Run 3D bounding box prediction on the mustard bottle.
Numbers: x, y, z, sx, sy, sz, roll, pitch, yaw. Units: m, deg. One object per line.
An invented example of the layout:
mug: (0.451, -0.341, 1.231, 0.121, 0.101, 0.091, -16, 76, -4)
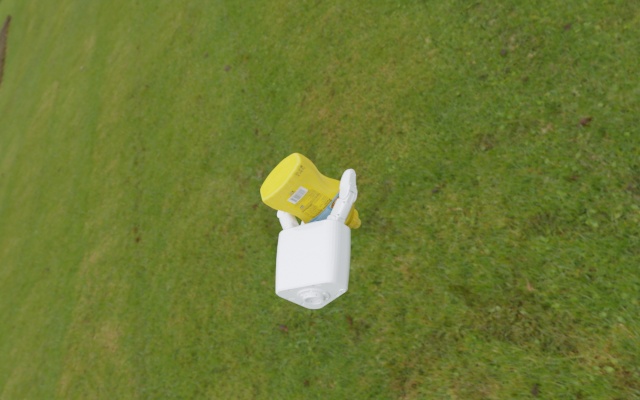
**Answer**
mustard bottle: (0.000, 0.002, 0.804, 0.192, 0.096, 0.058, 31, 22, -35)
